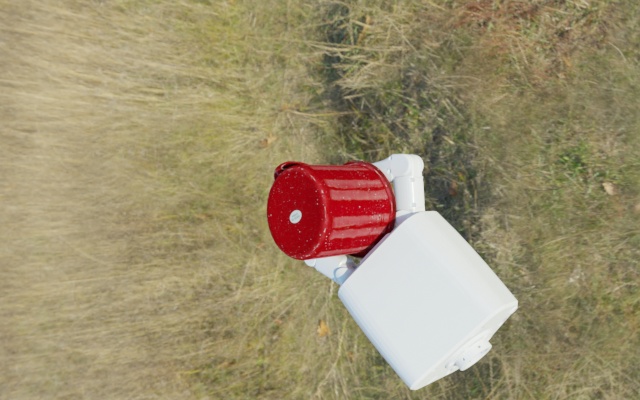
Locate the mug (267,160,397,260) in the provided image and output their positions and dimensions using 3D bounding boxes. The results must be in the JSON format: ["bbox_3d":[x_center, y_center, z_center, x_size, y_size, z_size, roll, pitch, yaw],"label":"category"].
[{"bbox_3d":[-0.001,0.000,0.434,0.081,0.093,0.117,-2,43,-44],"label":"mug"}]
